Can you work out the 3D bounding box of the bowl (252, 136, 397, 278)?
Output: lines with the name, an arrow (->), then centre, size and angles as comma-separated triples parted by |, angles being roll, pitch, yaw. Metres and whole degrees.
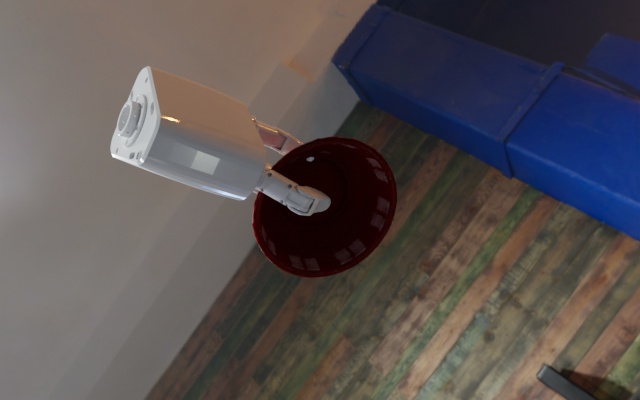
bowl -> 0.001, 0.002, 0.524 | 0.162, 0.162, 0.055 | 0, 23, -21
